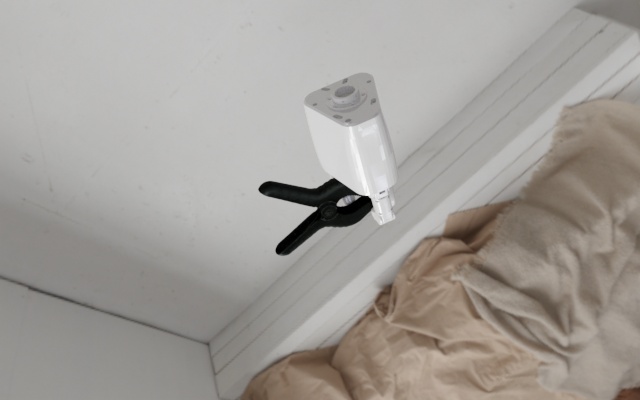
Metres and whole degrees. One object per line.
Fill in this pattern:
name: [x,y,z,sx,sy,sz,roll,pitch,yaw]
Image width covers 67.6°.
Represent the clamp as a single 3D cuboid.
clamp: [0.000,0.003,0.651,0.171,0.120,0.039,-24,41,-3]
